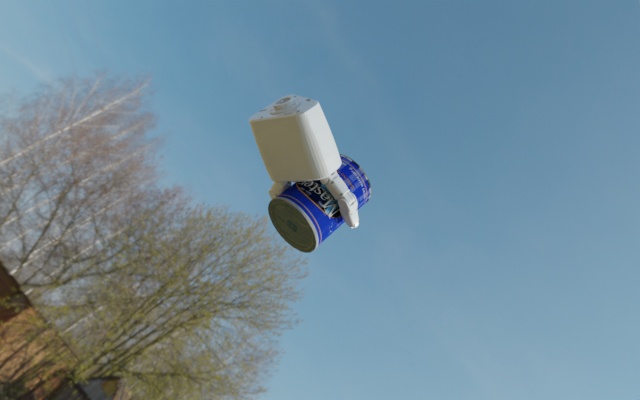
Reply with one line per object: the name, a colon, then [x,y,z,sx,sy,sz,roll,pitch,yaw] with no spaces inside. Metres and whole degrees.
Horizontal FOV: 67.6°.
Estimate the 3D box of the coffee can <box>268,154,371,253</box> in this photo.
coffee can: [0.000,0.003,0.776,0.140,0.103,0.103,-40,24,-32]
